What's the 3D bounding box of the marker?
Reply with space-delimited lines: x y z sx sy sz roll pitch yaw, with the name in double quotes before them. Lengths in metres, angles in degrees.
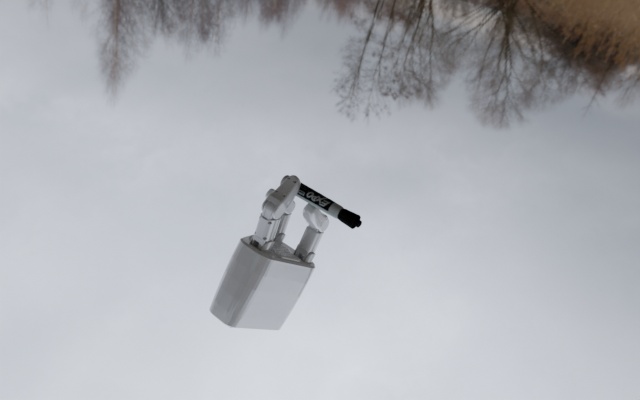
"marker" 0.000 0.002 0.592 0.121 0.020 0.020 30 14 27
